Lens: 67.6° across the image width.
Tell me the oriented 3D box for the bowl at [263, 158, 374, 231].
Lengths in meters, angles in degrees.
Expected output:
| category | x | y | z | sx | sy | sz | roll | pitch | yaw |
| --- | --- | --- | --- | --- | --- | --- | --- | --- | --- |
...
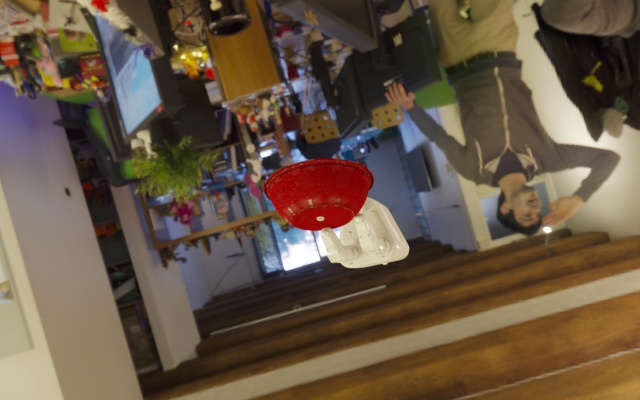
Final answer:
| category | x | y | z | sx | sy | sz | roll | pitch | yaw |
| --- | --- | --- | --- | --- | --- | --- | --- | --- | --- |
| bowl | -0.001 | 0.002 | 0.685 | 0.162 | 0.055 | 0.162 | -4 | -25 | -2 |
